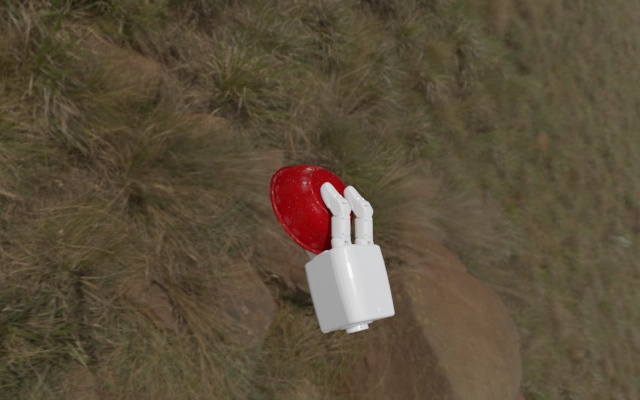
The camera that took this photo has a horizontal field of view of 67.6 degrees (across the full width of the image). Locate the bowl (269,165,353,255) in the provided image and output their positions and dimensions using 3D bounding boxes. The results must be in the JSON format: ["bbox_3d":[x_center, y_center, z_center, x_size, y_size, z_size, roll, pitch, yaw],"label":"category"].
[{"bbox_3d":[0.000,0.001,0.742,0.055,0.162,0.162,-36,-22,34],"label":"bowl"}]
